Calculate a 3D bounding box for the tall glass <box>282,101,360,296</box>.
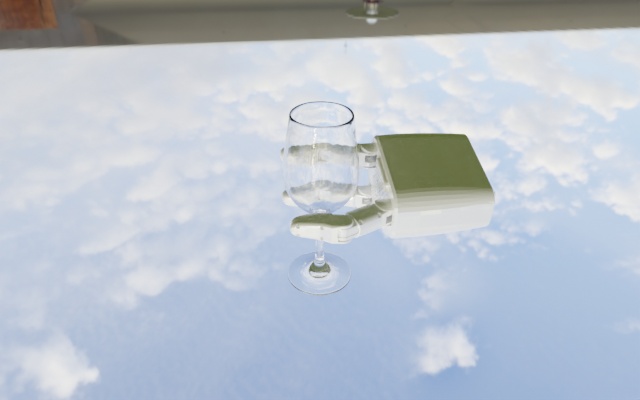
[{"bbox_3d":[0.000,0.002,0.501,0.079,0.201,0.079,0,34,0],"label":"tall glass"}]
